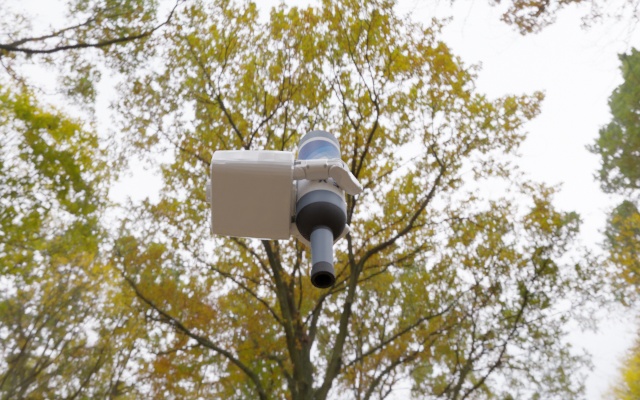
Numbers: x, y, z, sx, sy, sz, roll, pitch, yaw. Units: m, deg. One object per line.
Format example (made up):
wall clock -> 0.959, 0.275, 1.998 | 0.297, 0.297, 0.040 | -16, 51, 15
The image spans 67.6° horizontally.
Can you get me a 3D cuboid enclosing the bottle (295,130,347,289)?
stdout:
bottle -> 0.000, 0.002, 0.643 | 0.069, 0.069, 0.295 | 0, 36, -1
